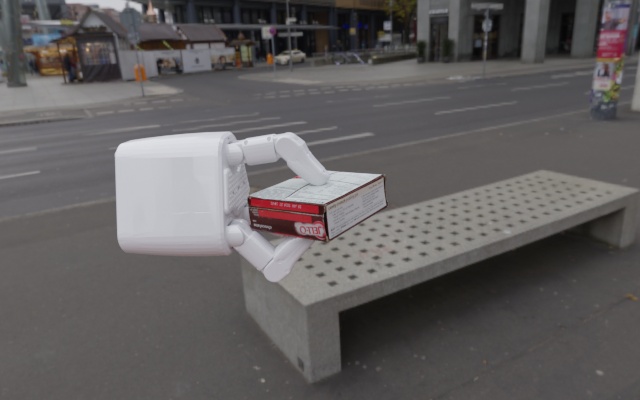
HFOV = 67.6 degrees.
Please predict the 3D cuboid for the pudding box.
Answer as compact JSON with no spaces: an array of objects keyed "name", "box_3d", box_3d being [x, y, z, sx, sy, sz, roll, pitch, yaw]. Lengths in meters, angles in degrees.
[{"name":"pudding box","box_3d":[0.000,0.001,0.459,0.090,0.039,0.113,7,22,35]}]
